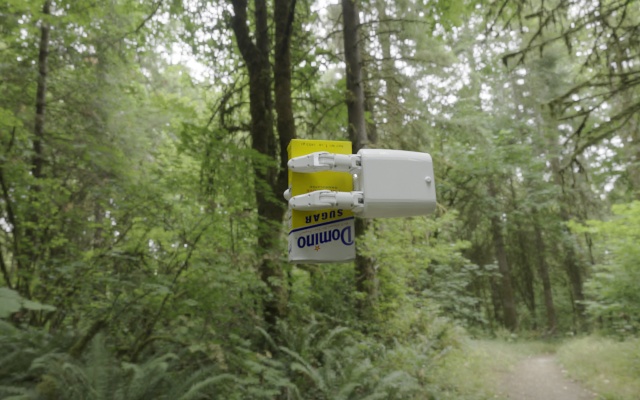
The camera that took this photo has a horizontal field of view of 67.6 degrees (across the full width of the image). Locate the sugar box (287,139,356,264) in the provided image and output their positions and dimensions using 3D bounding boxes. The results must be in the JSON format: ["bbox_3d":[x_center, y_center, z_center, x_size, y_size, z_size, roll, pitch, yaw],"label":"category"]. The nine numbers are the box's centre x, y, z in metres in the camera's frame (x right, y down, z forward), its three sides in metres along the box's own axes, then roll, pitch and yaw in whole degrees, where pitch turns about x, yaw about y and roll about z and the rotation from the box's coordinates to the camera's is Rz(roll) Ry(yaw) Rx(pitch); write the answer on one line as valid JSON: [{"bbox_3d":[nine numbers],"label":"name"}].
[{"bbox_3d":[0.000,0.002,0.692,0.093,0.176,0.048,0,-14,-11],"label":"sugar box"}]
